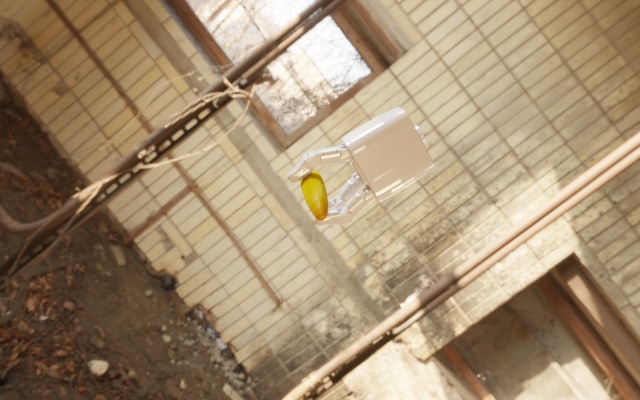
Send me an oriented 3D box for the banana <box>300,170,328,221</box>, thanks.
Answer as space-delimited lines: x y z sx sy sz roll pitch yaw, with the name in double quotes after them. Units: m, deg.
-0.008 -0.015 0.765 0.037 0.069 0.198 -24 6 1 "banana"
